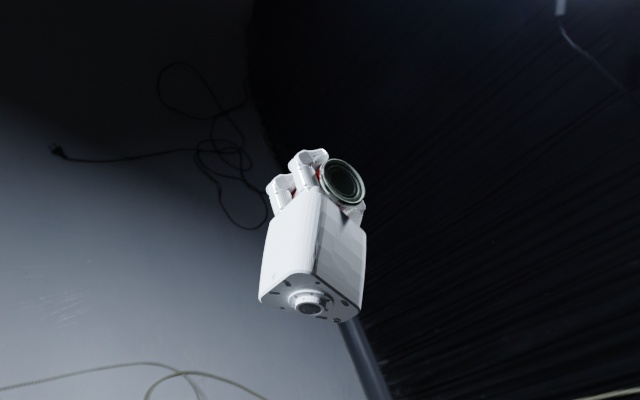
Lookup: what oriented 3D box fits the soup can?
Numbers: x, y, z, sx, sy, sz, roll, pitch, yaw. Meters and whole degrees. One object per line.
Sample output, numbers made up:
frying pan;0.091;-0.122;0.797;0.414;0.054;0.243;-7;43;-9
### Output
soup can;0.000;0.002;0.610;0.068;0.068;0.102;0;-31;-41
